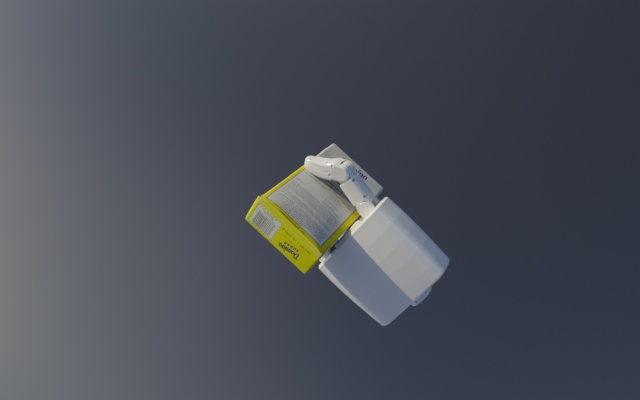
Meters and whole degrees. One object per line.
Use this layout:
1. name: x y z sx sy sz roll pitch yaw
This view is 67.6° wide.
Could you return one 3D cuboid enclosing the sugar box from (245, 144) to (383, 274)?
1. sugar box: 0.000 0.002 0.573 0.048 0.093 0.176 -51 -6 36
